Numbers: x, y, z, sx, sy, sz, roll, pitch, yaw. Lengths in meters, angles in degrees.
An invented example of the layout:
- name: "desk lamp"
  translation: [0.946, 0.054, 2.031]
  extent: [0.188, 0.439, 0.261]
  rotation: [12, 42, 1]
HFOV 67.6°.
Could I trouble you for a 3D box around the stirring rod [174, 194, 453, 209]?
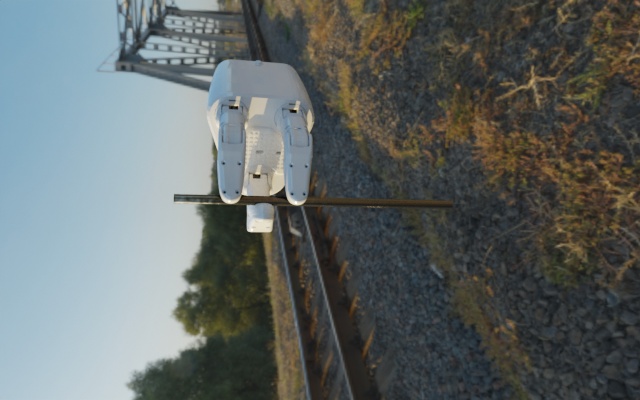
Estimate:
- name: "stirring rod"
  translation: [0.000, 0.001, 0.408]
  extent: [0.239, 0.011, 0.011]
  rotation: [1, 0, -11]
